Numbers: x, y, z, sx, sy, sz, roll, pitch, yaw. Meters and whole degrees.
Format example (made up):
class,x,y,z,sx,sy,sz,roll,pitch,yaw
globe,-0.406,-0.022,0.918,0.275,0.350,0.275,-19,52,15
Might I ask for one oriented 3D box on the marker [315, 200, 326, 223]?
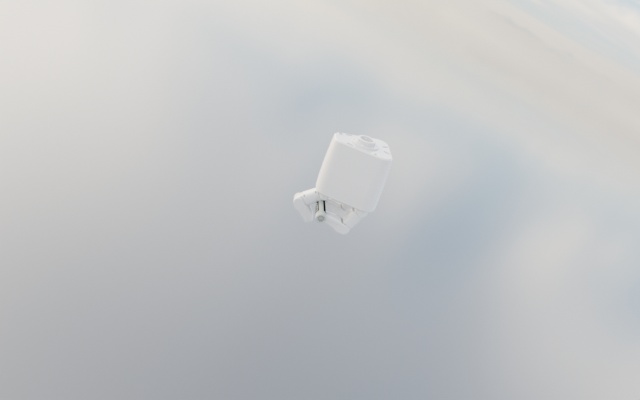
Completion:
class,x,y,z,sx,sy,sz,roll,pitch,yaw
marker,0.000,0.003,0.881,0.020,0.020,0.121,0,29,-1
